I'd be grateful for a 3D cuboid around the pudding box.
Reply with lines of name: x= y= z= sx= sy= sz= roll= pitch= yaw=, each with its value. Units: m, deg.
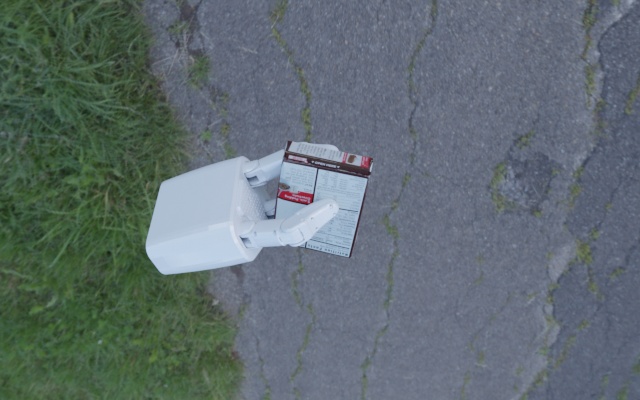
pudding box: x=0.000 y=0.002 z=0.495 sx=0.090 sy=0.114 sz=0.039 roll=12 pitch=39 yaw=2
